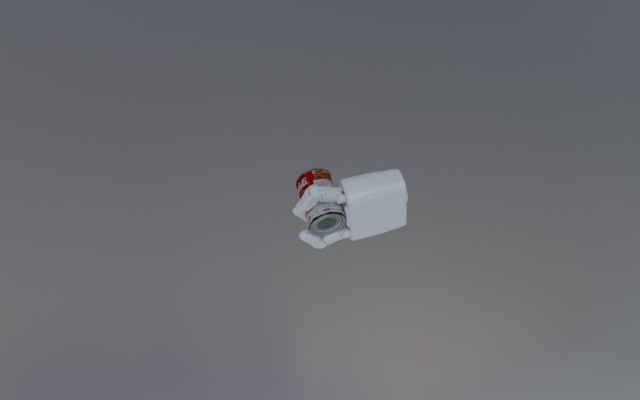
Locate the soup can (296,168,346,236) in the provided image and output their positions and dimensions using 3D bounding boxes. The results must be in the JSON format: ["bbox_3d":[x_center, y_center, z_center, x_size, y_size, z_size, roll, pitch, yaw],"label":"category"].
[{"bbox_3d":[0.000,0.003,0.847,0.068,0.102,0.069,-12,-35,-8],"label":"soup can"}]
